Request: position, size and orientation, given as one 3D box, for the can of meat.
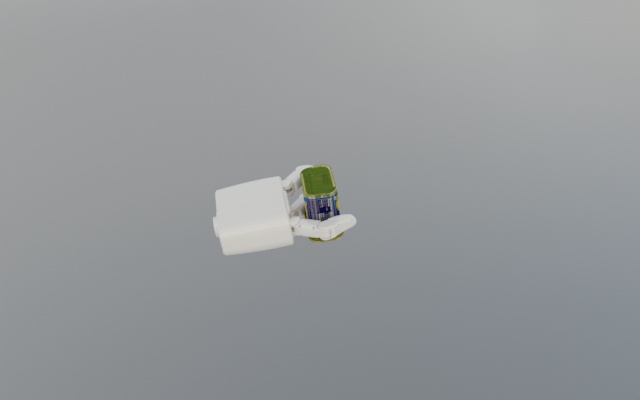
[{"bbox_3d":[0.000,0.002,0.752,0.057,0.084,0.102,-9,31,-2],"label":"can of meat"}]
